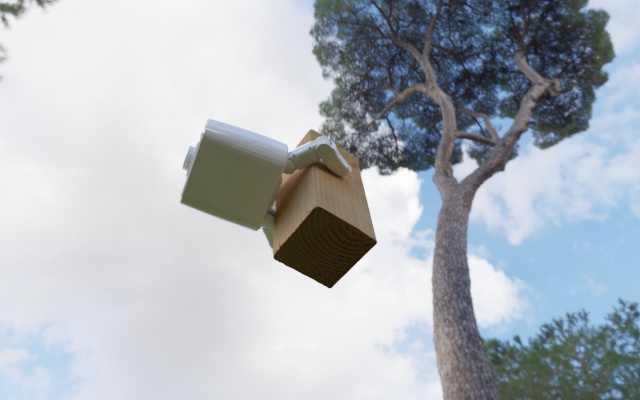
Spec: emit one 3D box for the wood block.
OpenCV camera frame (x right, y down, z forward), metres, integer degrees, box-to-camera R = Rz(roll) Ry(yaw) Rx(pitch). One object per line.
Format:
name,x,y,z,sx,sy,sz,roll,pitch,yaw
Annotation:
wood block,0.000,0.002,0.629,0.090,0.091,0.206,31,26,-21
